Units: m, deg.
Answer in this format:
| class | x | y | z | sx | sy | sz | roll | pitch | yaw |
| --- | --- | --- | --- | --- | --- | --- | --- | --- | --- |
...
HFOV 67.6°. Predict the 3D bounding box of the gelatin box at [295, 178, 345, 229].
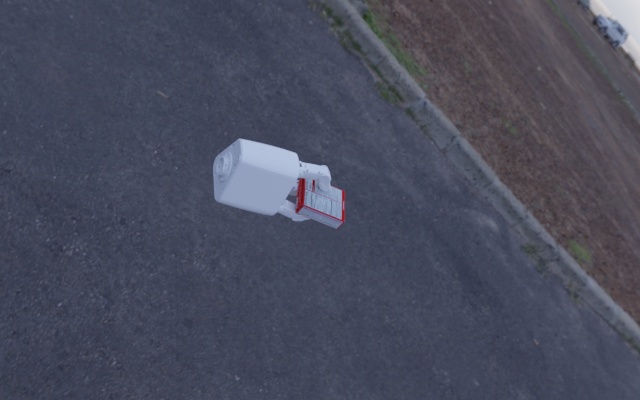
| class | x | y | z | sx | sy | sz | roll | pitch | yaw |
| --- | --- | --- | --- | --- | --- | --- | --- | --- | --- |
| gelatin box | 0.001 | 0.003 | 0.856 | 0.089 | 0.073 | 0.030 | 21 | -44 | -21 |
